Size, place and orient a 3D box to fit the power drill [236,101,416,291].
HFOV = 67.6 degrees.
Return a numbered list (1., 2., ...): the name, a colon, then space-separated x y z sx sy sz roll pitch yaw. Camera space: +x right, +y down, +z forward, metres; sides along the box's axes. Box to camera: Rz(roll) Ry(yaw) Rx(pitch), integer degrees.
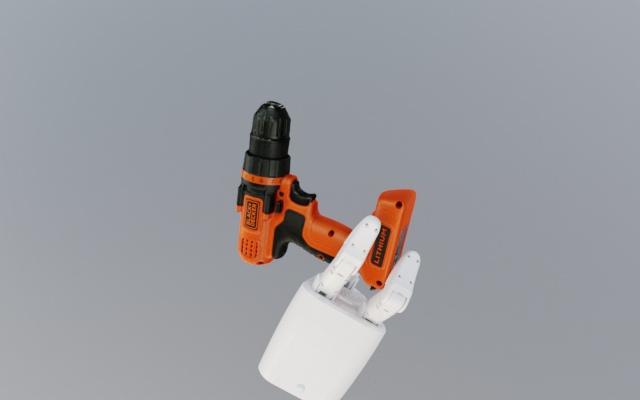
1. power drill: 0.000 0.002 0.502 0.187 0.184 0.057 17 23 21
